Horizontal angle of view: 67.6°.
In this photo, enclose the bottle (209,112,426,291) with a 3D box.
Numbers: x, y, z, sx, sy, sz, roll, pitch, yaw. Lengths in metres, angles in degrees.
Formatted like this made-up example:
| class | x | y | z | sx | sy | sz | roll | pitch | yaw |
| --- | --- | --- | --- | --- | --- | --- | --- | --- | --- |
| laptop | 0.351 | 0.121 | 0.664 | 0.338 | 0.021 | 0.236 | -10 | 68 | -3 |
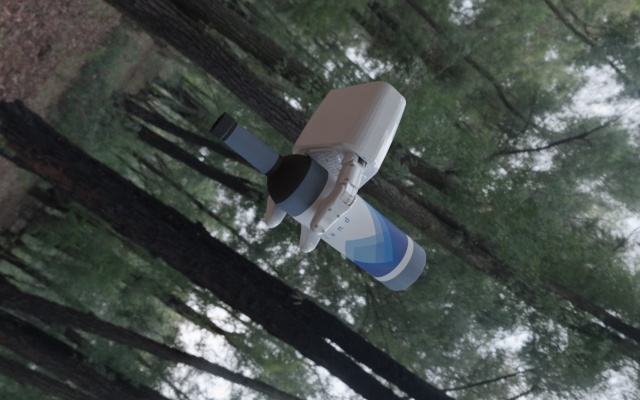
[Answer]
| class | x | y | z | sx | sy | sz | roll | pitch | yaw |
| --- | --- | --- | --- | --- | --- | --- | --- | --- | --- |
| bottle | 0.000 | 0.002 | 0.552 | 0.296 | 0.069 | 0.069 | 38 | -16 | -21 |
